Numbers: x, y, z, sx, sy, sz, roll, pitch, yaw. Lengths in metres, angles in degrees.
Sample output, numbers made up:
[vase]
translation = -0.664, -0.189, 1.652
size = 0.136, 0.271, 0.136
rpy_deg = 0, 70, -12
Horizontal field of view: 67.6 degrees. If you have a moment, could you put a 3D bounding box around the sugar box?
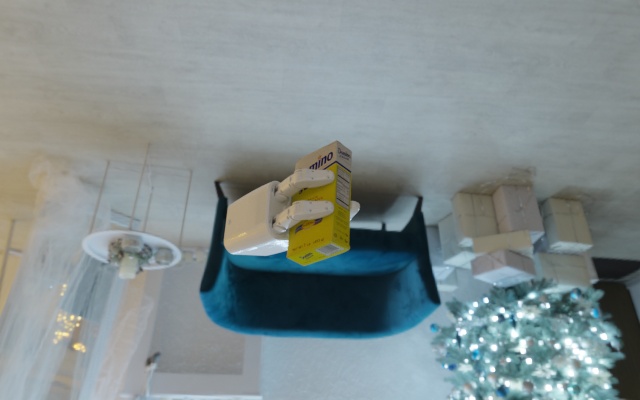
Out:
[sugar box]
translation = 0.000, 0.002, 0.726
size = 0.093, 0.176, 0.048
rpy_deg = -24, -38, 36
